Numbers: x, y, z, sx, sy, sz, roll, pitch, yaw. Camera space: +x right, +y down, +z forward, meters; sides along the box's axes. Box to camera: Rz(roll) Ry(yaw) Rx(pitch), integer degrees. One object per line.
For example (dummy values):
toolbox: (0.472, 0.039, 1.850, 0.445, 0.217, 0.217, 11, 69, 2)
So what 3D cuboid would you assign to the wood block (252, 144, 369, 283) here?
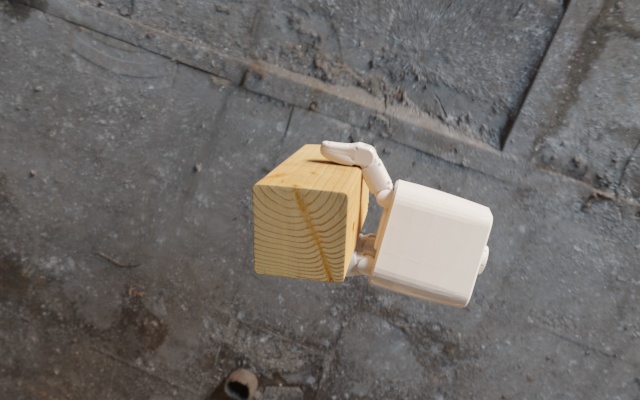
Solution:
wood block: (0.000, 0.002, 0.532, 0.090, 0.091, 0.206, 5, 18, 10)
